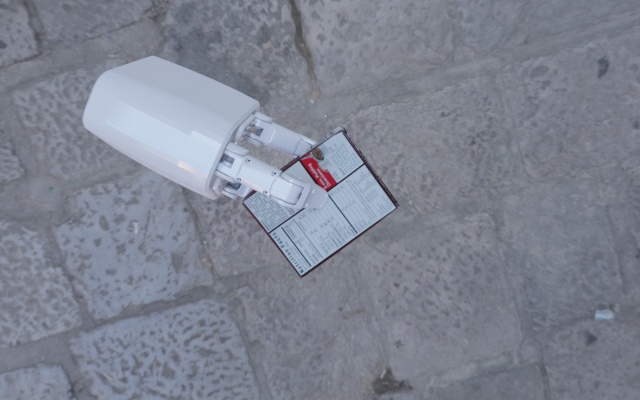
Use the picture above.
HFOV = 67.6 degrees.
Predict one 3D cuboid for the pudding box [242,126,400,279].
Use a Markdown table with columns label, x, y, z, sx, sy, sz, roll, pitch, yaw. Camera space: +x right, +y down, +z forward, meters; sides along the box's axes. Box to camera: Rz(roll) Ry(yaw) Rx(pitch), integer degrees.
| label | x | y | z | sx | sy | sz | roll | pitch | yaw |
| --- | --- | --- | --- | --- | --- | --- | --- | --- | --- |
| pudding box | 0.000 | 0.001 | 0.432 | 0.113 | 0.090 | 0.039 | -36 | 8 | 6 |
